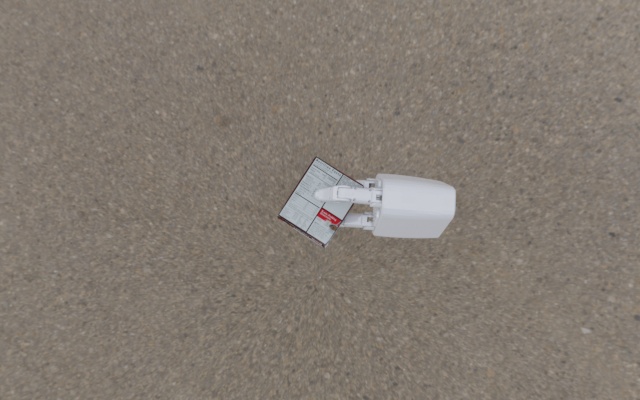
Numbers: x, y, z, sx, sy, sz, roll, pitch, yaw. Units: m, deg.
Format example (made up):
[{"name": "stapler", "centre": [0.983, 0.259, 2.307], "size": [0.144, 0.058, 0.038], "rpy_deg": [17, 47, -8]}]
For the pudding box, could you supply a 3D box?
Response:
[{"name": "pudding box", "centre": [0.000, 0.002, 0.730], "size": [0.090, 0.113, 0.039], "rpy_deg": [33, -9, 3]}]
